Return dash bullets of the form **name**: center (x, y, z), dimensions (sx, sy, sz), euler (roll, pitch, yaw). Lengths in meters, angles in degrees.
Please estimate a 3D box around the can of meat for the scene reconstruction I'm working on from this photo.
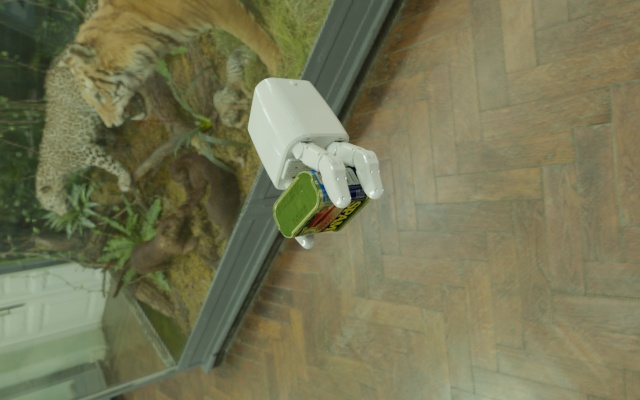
- **can of meat**: center (0.000, 0.002, 0.598), dimensions (0.084, 0.057, 0.102), euler (-7, -29, -40)
